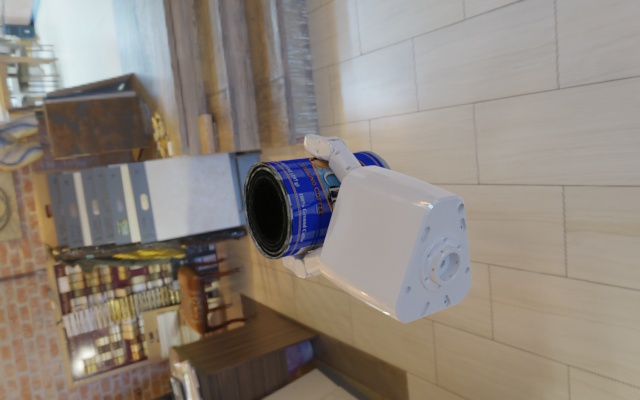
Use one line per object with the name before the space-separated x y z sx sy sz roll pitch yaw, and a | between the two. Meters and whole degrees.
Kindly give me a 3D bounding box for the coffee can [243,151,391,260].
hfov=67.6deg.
coffee can | 0.000 0.002 0.528 0.140 0.103 0.103 -9 5 -33
